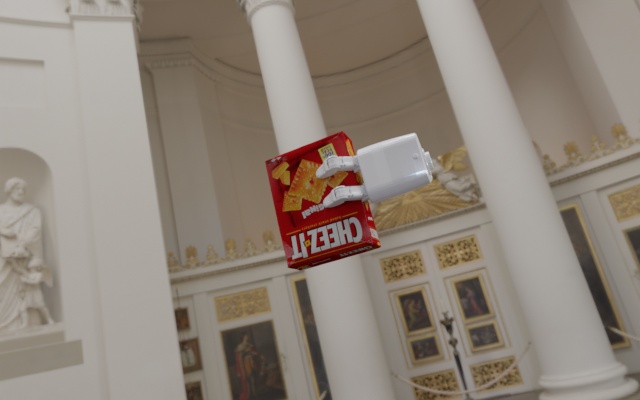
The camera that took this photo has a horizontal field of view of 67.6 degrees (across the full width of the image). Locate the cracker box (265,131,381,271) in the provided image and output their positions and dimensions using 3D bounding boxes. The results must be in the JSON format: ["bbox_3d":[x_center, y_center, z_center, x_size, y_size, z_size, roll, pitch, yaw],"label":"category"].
[{"bbox_3d":[0.000,0.003,0.873,0.164,0.213,0.072,-18,-17,16],"label":"cracker box"}]
